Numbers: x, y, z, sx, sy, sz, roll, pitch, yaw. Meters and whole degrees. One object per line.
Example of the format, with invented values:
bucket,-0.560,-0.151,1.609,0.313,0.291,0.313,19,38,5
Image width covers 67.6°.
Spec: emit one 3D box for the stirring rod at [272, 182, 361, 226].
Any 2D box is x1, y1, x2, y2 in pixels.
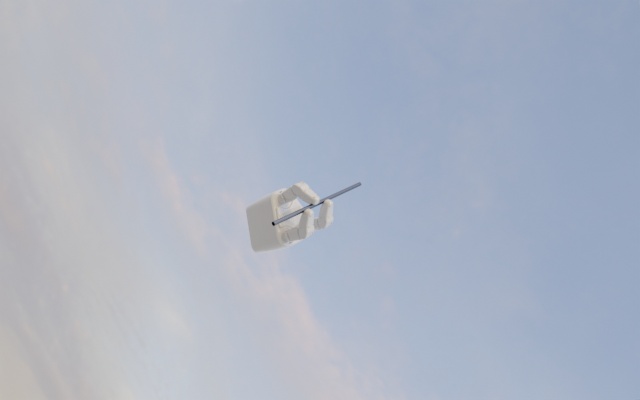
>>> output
stirring rod,0.000,0.003,0.892,0.011,0.011,0.239,0,18,45
